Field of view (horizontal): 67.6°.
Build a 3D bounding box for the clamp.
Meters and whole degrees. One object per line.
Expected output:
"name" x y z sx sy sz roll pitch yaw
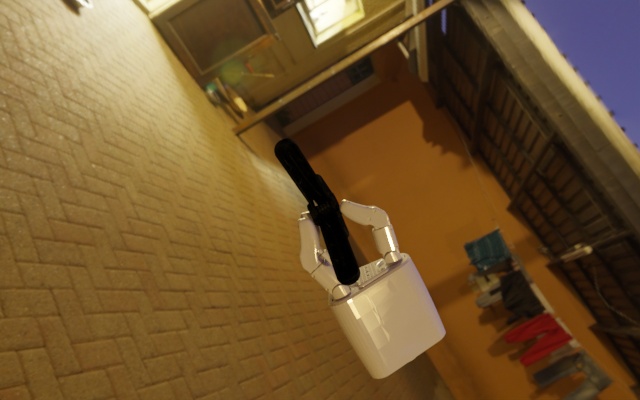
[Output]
"clamp" 0.001 0.002 0.574 0.036 0.164 0.210 -26 5 5
